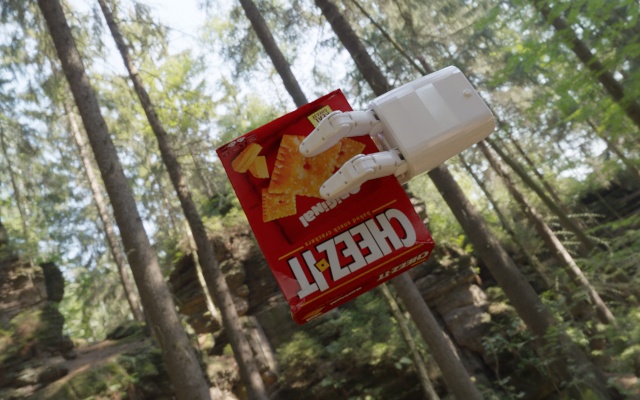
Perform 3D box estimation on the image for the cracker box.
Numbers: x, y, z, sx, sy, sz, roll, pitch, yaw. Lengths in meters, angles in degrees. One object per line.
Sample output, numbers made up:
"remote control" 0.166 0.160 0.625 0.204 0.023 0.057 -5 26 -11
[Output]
"cracker box" 0.000 0.002 0.532 0.164 0.213 0.072 -26 -21 -5
